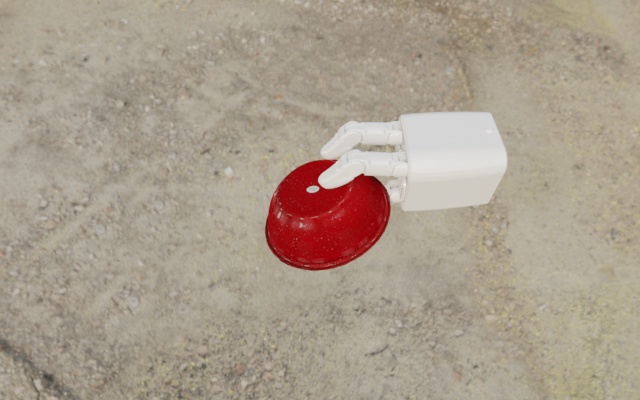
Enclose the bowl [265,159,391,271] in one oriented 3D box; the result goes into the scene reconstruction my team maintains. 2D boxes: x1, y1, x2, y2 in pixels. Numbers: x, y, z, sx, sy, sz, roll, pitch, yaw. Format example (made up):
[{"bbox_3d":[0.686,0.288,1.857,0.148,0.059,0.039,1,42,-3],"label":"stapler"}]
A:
[{"bbox_3d":[-0.001,0.002,0.573,0.162,0.162,0.055,0,-40,22],"label":"bowl"}]
